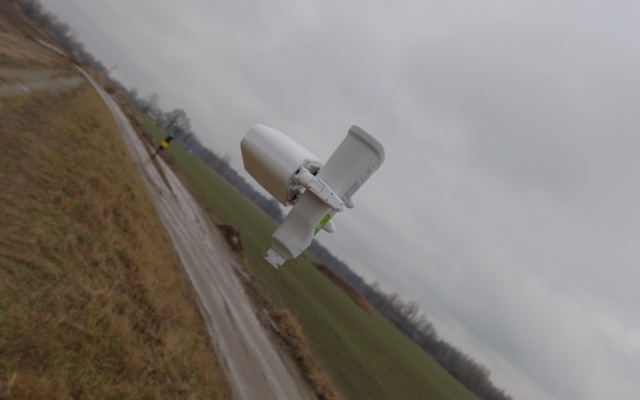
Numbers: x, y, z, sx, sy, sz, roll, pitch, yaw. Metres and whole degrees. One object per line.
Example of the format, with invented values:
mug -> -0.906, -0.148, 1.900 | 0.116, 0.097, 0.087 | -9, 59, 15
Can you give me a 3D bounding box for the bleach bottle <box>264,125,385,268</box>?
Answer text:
bleach bottle -> 0.000, 0.003, 0.763 | 0.068, 0.251, 0.102 | 39, -5, 16
